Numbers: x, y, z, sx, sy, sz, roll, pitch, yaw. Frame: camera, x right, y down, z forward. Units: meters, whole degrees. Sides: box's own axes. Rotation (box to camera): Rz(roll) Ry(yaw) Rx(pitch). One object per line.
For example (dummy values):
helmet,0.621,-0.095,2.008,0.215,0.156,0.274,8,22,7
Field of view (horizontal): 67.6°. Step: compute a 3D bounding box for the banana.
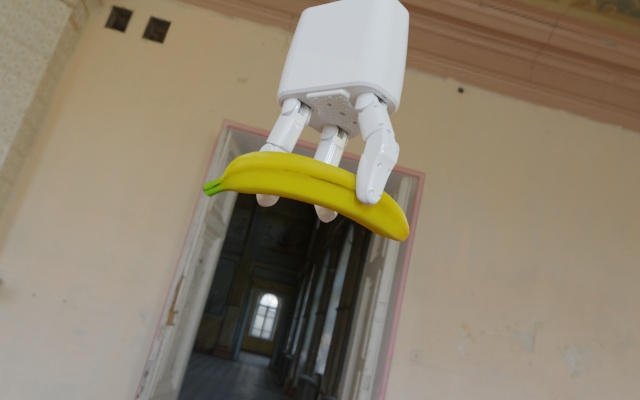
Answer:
banana,0.004,-0.005,0.415,0.198,0.037,0.070,16,-24,-16
